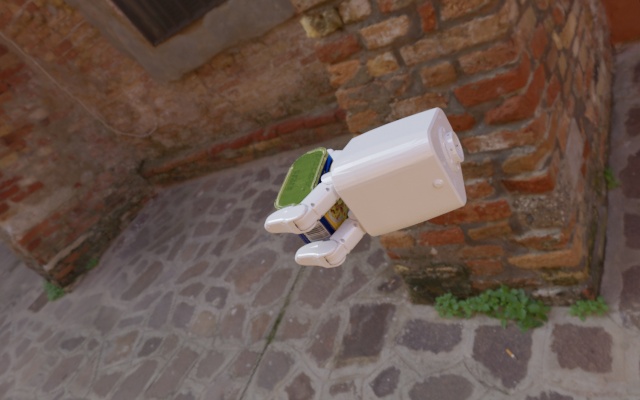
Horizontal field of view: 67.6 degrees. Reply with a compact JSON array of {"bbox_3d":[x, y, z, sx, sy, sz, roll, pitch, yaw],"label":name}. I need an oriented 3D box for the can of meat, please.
[{"bbox_3d":[0.000,0.002,0.549,0.057,0.102,0.084,-17,-54,31],"label":"can of meat"}]
